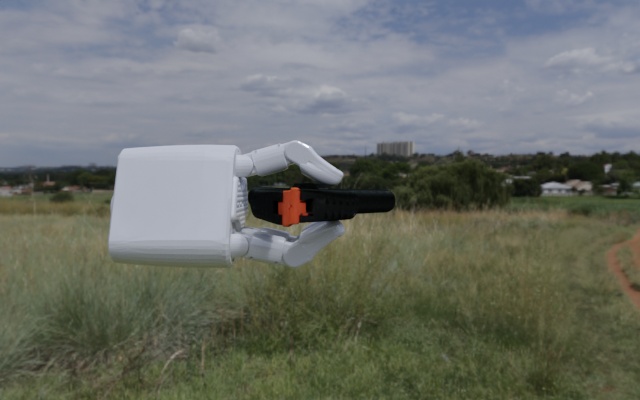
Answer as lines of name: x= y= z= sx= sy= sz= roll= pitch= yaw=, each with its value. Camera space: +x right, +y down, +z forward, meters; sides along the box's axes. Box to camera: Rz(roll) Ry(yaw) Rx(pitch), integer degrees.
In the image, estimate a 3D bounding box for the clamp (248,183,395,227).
clamp: x=0.000 y=0.001 z=0.450 sx=0.164 sy=0.036 sz=0.210 roll=0 pitch=2 yaw=0
